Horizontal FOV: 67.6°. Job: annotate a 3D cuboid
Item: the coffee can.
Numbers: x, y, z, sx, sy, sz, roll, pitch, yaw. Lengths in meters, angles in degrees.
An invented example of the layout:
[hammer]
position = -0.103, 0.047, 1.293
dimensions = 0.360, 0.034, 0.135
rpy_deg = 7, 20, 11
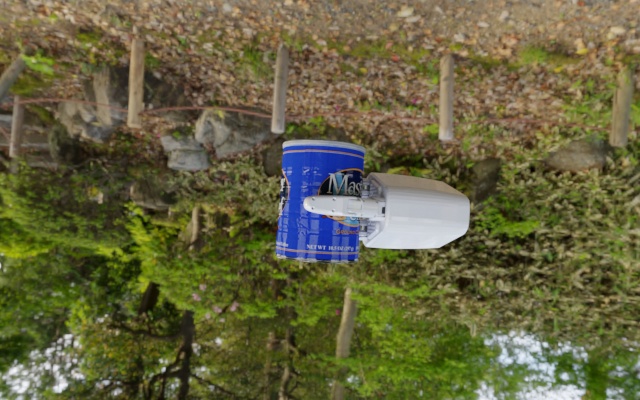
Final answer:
[coffee can]
position = 0.000, 0.002, 0.590
dimensions = 0.103, 0.140, 0.103
rpy_deg = 4, -2, 0
